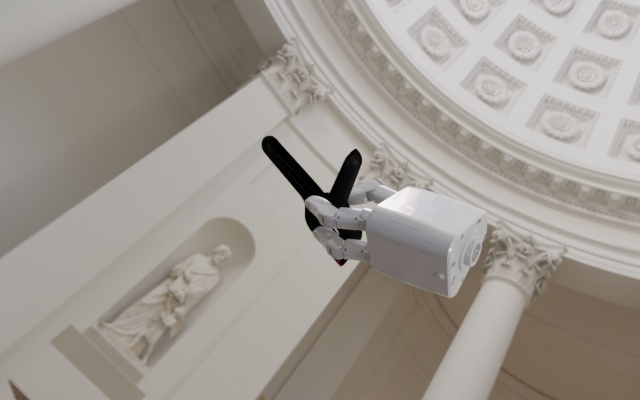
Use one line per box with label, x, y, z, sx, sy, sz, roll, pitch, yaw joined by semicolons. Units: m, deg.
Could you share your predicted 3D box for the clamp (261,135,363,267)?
clamp;0.001;0.002;0.655;0.164;0.210;0.036;21;50;36
